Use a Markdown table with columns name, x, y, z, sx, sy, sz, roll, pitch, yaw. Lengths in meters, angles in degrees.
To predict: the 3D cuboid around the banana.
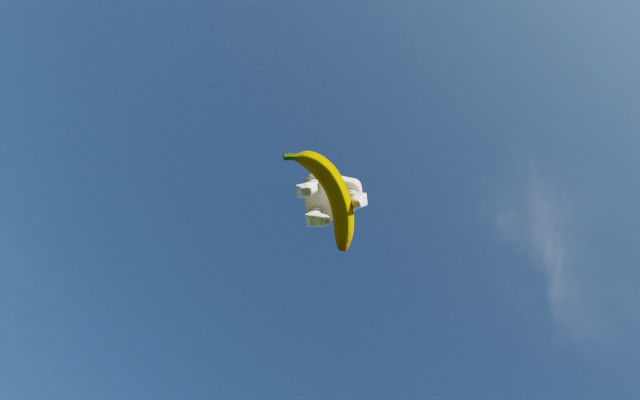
| name | x | y | z | sx | sy | sz | roll | pitch | yaw |
| --- | --- | --- | --- | --- | --- | --- | --- | --- | --- |
| banana | 0.014 | -0.010 | 0.819 | 0.069 | 0.198 | 0.037 | -31 | 6 | 3 |
